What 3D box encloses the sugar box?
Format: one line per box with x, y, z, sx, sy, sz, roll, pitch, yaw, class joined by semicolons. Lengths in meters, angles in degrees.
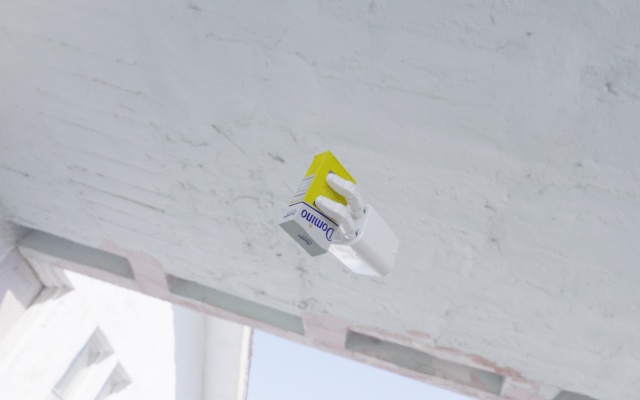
0.001;0.003;0.855;0.048;0.176;0.093;-20;-55;40;sugar box
